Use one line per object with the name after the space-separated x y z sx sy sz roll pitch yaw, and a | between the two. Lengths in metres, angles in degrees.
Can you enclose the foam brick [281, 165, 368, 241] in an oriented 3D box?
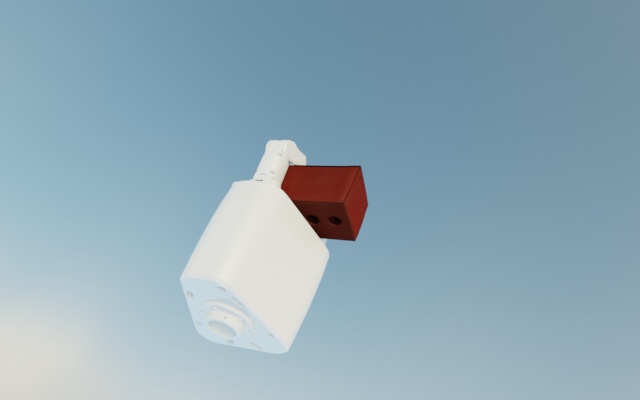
0.000 0.001 0.455 0.078 0.053 0.051 2 44 23 | foam brick
